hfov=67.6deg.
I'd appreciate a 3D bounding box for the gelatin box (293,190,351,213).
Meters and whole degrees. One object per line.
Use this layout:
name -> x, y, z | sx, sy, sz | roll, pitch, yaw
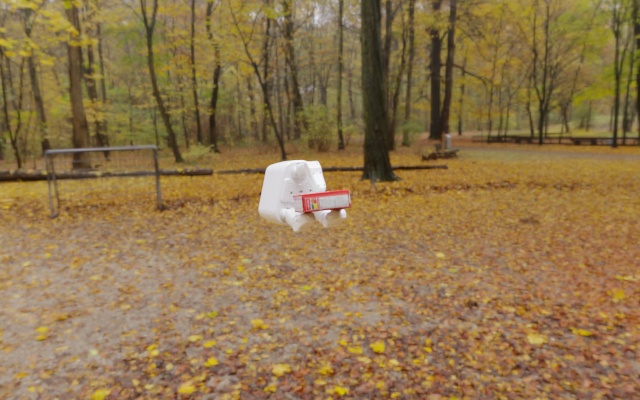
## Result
gelatin box -> 0.000, 0.002, 0.740 | 0.073, 0.030, 0.089 | -5, 0, -12
